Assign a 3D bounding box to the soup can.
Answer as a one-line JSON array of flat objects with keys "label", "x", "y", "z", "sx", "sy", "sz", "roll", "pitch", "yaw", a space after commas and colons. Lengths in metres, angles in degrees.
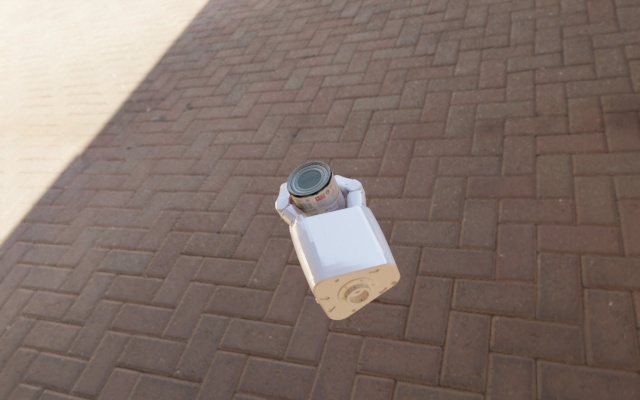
[{"label": "soup can", "x": 0.000, "y": 0.002, "z": 0.685, "sx": 0.068, "sy": 0.068, "sz": 0.102, "roll": 0, "pitch": -40, "yaw": 26}]
